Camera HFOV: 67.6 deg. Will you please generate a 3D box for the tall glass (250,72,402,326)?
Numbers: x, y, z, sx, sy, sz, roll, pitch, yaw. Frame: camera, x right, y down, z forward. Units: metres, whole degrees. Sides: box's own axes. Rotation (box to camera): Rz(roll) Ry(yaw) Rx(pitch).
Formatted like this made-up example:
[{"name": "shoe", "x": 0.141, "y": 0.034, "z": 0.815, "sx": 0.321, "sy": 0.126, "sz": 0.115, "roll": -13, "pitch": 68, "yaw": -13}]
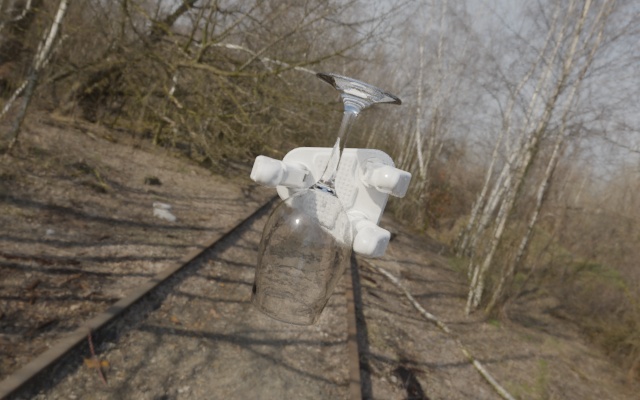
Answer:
[{"name": "tall glass", "x": 0.000, "y": 0.001, "z": 0.404, "sx": 0.079, "sy": 0.201, "sz": 0.079, "roll": 19, "pitch": 6, "yaw": -2}]
